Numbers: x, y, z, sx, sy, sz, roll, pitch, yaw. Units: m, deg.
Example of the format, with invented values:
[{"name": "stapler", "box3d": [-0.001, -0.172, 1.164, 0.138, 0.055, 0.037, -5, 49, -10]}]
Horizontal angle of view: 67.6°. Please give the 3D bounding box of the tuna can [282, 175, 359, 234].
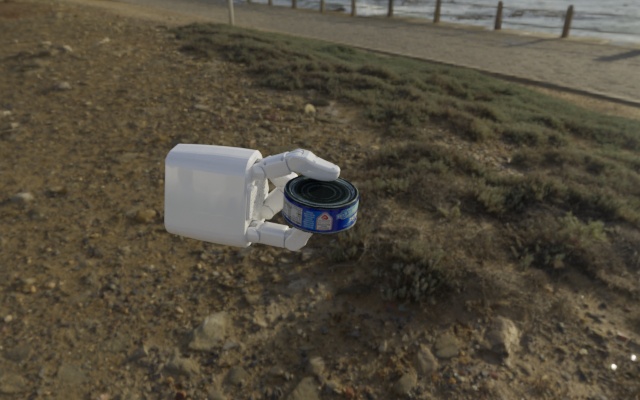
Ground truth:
[{"name": "tuna can", "box3d": [0.000, 0.001, 0.538, 0.086, 0.034, 0.086, 4, 28, -2]}]
